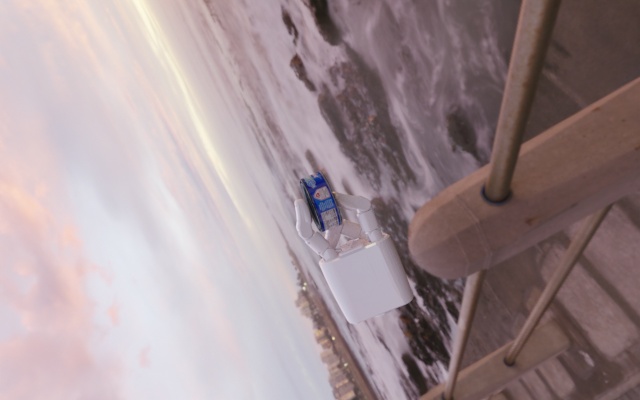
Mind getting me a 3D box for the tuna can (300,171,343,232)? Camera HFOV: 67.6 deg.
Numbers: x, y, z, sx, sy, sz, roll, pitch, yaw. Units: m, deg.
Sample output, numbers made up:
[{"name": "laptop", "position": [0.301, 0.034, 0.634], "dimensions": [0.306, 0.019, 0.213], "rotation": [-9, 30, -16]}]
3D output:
[{"name": "tuna can", "position": [0.000, 0.002, 0.699], "dimensions": [0.034, 0.086, 0.086], "rotation": [-22, 3, -7]}]
